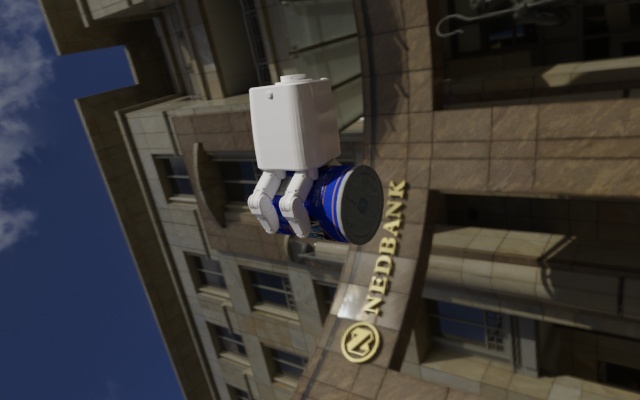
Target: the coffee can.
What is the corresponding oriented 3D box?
[{"bbox_3d":[0.000,0.002,0.648,0.140,0.103,0.103,4,2,37],"label":"coffee can"}]
